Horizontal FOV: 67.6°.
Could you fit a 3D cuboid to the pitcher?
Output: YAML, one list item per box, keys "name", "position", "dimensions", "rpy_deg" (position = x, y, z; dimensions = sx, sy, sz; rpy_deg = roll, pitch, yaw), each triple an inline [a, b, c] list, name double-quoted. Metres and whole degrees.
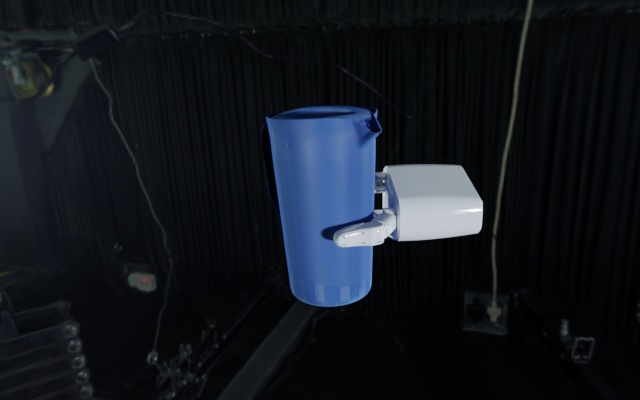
- name: "pitcher"
  position: [0.000, 0.002, 0.609]
  dimensions: [0.145, 0.243, 0.149]
  rpy_deg: [-4, 16, -3]
